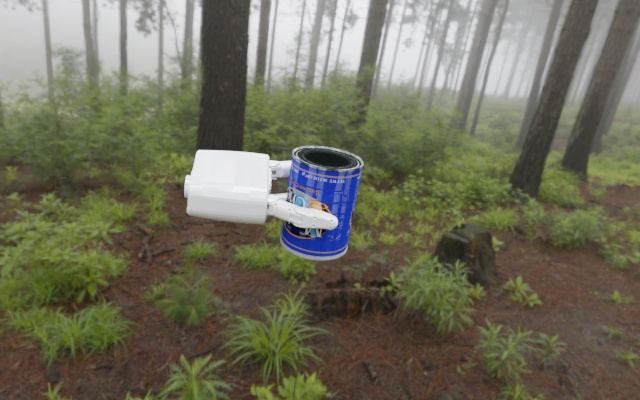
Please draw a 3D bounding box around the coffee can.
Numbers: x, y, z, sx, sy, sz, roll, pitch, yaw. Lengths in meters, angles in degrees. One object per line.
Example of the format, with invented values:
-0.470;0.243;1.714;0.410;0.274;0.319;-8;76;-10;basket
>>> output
0.000;0.002;0.698;0.103;0.140;0.102;8;22;-3;coffee can
